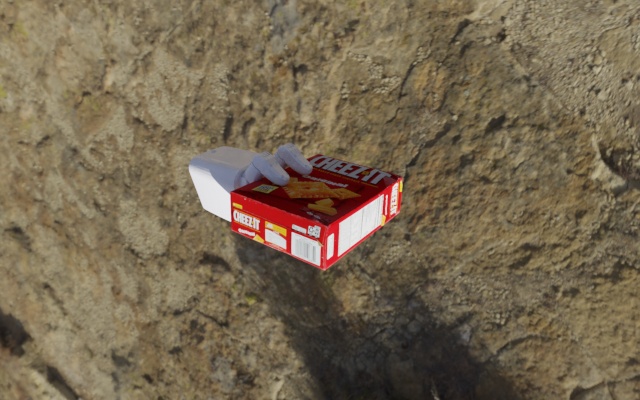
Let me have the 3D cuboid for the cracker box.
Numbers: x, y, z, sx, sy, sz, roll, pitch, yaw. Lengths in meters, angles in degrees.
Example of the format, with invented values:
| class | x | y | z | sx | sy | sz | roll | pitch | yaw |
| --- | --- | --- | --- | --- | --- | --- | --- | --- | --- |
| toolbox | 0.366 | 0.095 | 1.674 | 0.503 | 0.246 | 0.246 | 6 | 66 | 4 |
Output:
| class | x | y | z | sx | sy | sz | roll | pitch | yaw |
| --- | --- | --- | --- | --- | --- | --- | --- | --- | --- |
| cracker box | 0.000 | 0.003 | 0.702 | 0.164 | 0.072 | 0.213 | 19 | 30 | 30 |
